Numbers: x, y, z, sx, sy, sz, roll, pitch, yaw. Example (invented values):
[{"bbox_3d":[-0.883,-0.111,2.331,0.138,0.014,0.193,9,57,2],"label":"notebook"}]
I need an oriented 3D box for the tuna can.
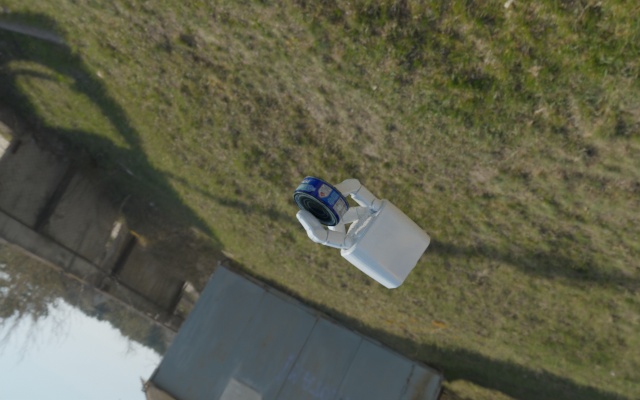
[{"bbox_3d":[0.000,0.003,0.745,0.086,0.033,0.086,31,-22,14],"label":"tuna can"}]
